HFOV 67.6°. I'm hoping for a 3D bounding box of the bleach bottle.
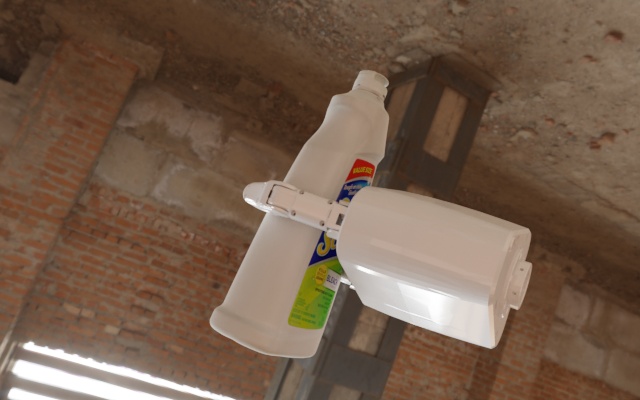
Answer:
[{"bbox_3d":[0.000,0.001,0.408,0.068,0.251,0.103,16,-10,30],"label":"bleach bottle"}]
